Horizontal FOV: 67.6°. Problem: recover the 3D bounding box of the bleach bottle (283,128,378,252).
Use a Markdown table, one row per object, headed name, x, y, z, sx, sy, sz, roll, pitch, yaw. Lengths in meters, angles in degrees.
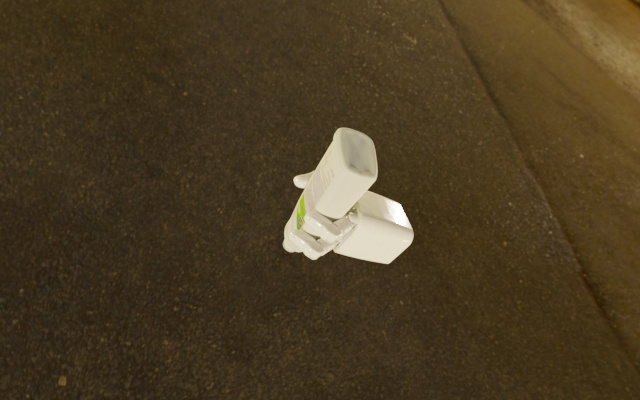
| name | x | y | z | sx | sy | sz | roll | pitch | yaw |
| --- | --- | --- | --- | --- | --- | --- | --- | --- | --- |
| bleach bottle | 0.000 | 0.003 | 0.782 | 0.068 | 0.102 | 0.251 | 16 | -42 | -22 |
